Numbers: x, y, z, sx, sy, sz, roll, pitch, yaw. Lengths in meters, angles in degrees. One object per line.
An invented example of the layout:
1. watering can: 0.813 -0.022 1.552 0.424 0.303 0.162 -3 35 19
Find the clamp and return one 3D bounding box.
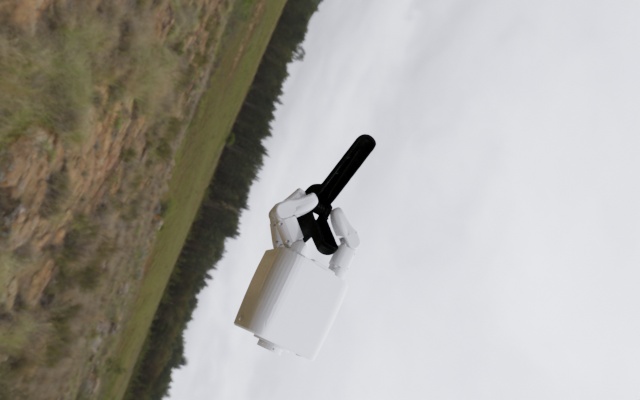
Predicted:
1. clamp: 0.000 0.003 0.644 0.036 0.164 0.210 30 -19 -16
